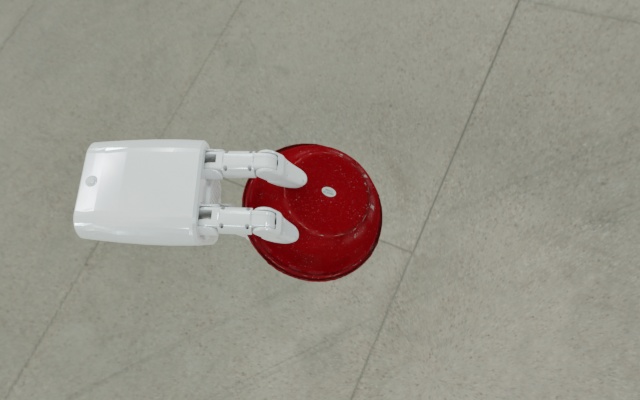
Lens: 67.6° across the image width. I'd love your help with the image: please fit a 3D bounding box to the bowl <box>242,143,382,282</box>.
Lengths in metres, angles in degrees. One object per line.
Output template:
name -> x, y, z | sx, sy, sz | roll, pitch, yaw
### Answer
bowl -> 0.001, 0.001, 0.507 | 0.162, 0.162, 0.055 | 0, -19, -16
